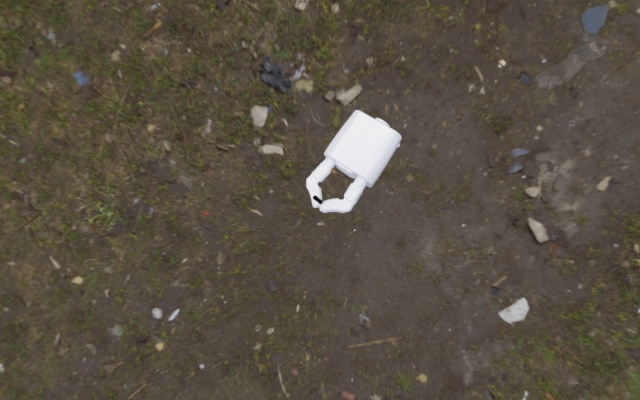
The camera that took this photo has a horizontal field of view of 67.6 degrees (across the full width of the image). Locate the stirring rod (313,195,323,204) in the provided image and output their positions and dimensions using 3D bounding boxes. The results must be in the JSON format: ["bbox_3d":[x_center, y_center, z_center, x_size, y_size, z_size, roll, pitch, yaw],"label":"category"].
[{"bbox_3d":[0.000,0.003,0.871,0.011,0.011,0.239,0,-4,4],"label":"stirring rod"}]
